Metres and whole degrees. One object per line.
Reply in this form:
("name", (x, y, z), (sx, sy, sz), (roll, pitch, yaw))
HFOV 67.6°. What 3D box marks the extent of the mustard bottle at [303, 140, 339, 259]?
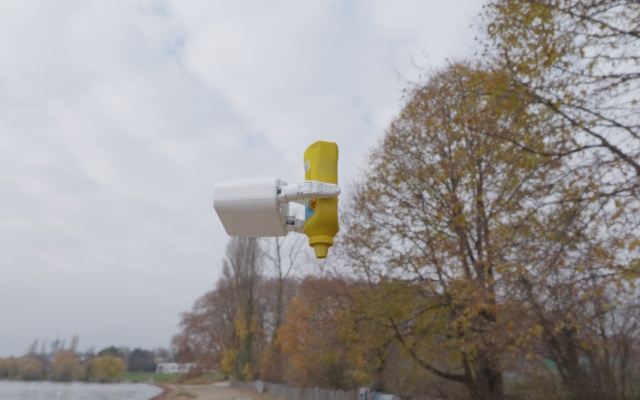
("mustard bottle", (0.000, 0.002, 0.804), (0.058, 0.191, 0.096), (6, -21, -16))
